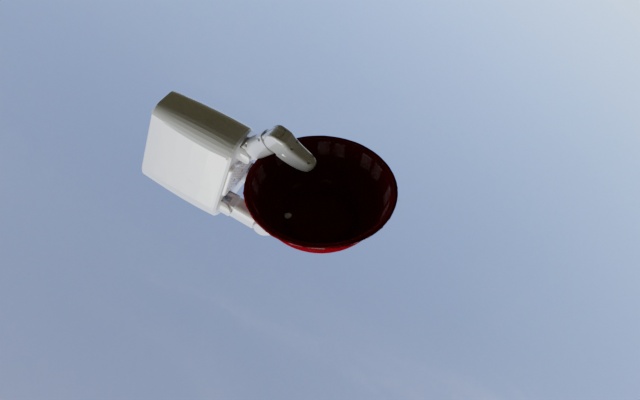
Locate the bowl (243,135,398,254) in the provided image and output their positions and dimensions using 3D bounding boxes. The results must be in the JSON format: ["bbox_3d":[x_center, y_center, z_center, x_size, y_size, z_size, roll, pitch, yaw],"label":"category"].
[{"bbox_3d":[0.001,0.003,0.517,0.162,0.162,0.055,0,-42,-1],"label":"bowl"}]
